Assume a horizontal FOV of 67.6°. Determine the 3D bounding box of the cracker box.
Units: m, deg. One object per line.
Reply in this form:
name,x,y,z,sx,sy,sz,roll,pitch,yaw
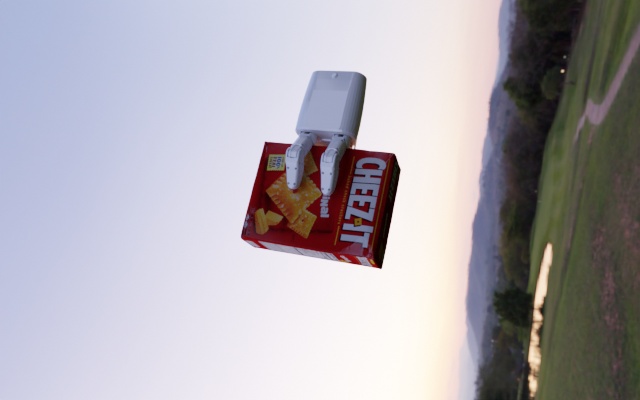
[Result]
cracker box,0.000,0.002,0.727,0.213,0.164,0.072,7,-17,20
